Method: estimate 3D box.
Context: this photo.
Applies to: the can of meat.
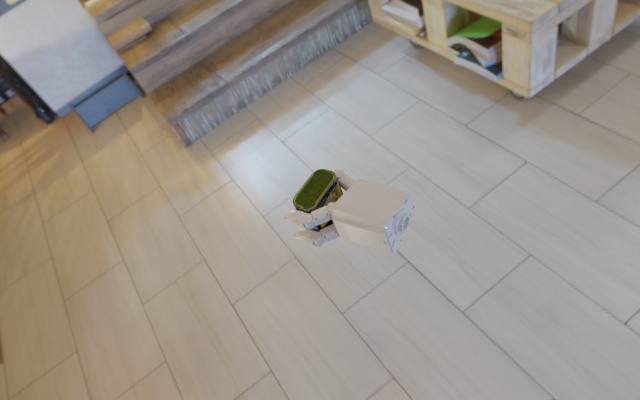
[{"bbox_3d":[0.000,0.003,0.897,0.057,0.102,0.084,19,-29,32],"label":"can of meat"}]
